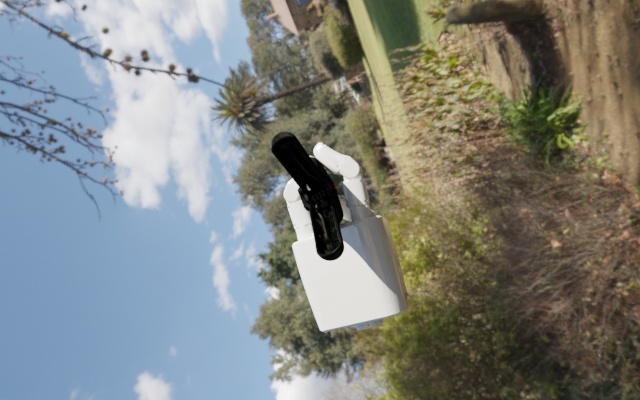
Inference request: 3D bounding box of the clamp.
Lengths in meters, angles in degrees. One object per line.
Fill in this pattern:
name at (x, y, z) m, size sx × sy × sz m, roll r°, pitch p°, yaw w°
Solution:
clamp at (-0.001, 0.002, 0.482) m, size 0.039 × 0.120 × 0.171 m, roll -18°, pitch -8°, yaw 11°
